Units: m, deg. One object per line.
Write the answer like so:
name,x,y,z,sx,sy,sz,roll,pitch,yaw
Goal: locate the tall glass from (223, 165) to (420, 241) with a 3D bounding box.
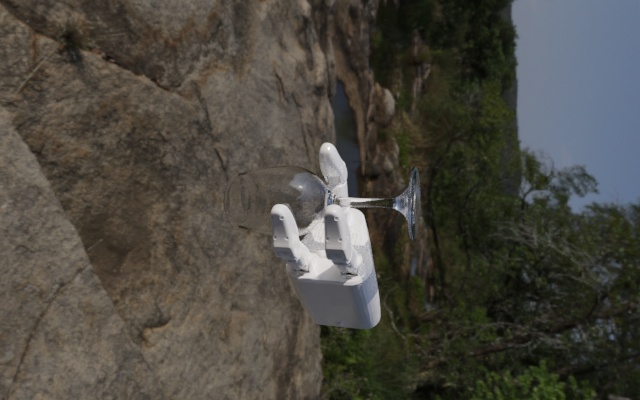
tall glass,0.001,0.002,0.506,0.201,0.079,0.079,1,0,18
